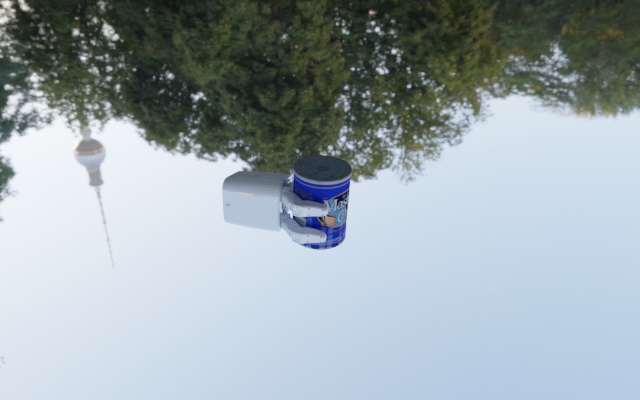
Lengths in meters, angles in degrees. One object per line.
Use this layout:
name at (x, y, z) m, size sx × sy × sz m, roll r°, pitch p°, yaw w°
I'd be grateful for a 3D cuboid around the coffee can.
coffee can at (0.000, 0.003, 0.862) m, size 0.103 × 0.140 × 0.102 m, roll 3°, pitch 30°, yaw -2°
